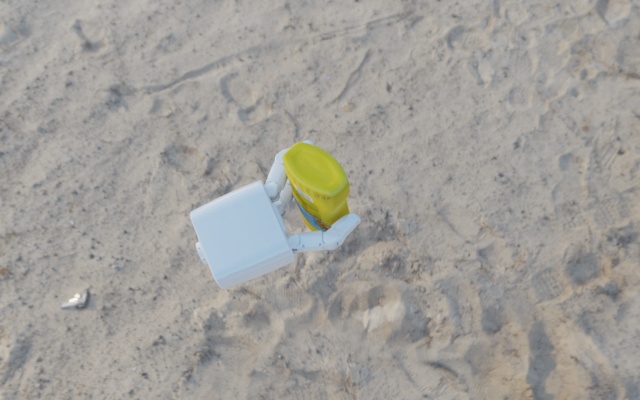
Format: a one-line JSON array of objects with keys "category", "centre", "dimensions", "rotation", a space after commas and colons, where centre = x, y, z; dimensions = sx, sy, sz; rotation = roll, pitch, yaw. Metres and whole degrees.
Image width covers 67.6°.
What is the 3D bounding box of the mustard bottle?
[{"category": "mustard bottle", "centre": [0.000, 0.002, 0.682], "dimensions": [0.096, 0.058, 0.192], "rotation": [38, -19, 22]}]
